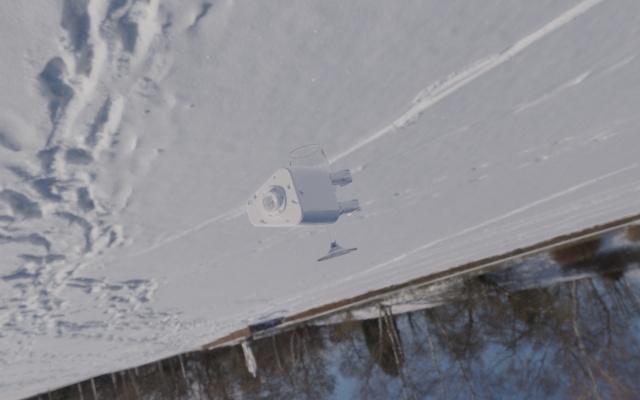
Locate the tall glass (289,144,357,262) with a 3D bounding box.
[{"bbox_3d":[0.000,0.003,0.857,0.079,0.201,0.079,-17,-10,-3],"label":"tall glass"}]
